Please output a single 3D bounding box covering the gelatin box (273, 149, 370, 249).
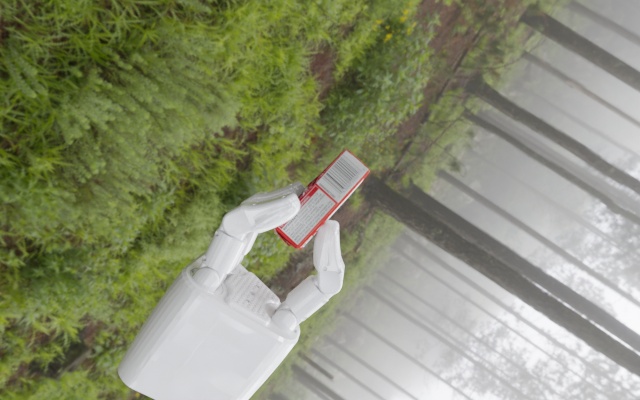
[{"bbox_3d":[0.001,0.001,0.411,0.030,0.089,0.073,43,-3,3],"label":"gelatin box"}]
